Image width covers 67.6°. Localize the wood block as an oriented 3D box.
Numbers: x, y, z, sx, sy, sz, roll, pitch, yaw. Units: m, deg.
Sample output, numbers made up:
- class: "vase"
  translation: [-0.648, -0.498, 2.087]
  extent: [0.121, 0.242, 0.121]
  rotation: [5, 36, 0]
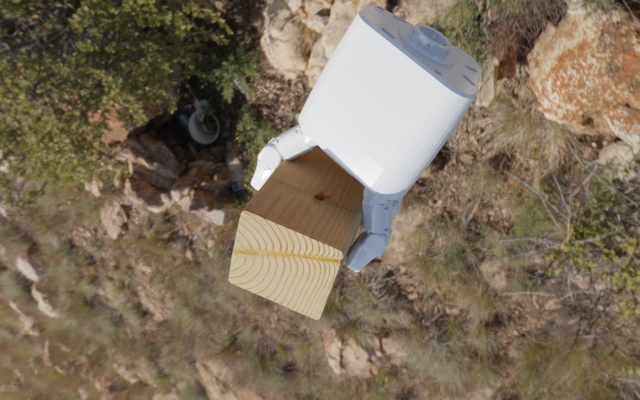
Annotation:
- class: "wood block"
  translation: [0.000, 0.001, 0.476]
  extent: [0.091, 0.090, 0.206]
  rotation: [22, 38, 7]
